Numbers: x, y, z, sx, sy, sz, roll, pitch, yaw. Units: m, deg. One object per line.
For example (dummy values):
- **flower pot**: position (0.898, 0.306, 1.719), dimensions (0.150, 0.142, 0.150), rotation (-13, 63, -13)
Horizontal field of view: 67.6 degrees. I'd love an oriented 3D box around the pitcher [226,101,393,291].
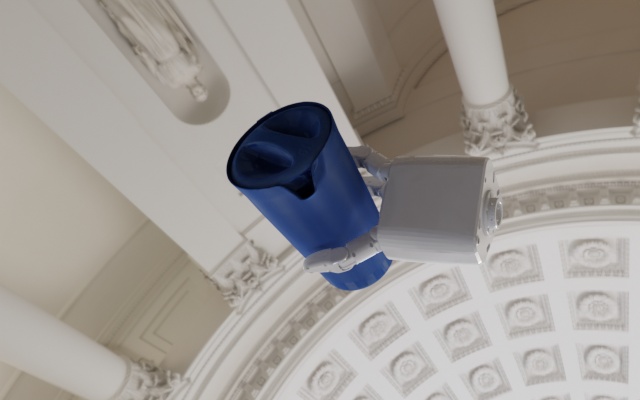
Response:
- **pitcher**: position (0.000, 0.002, 0.600), dimensions (0.145, 0.149, 0.243), rotation (0, -38, 33)
